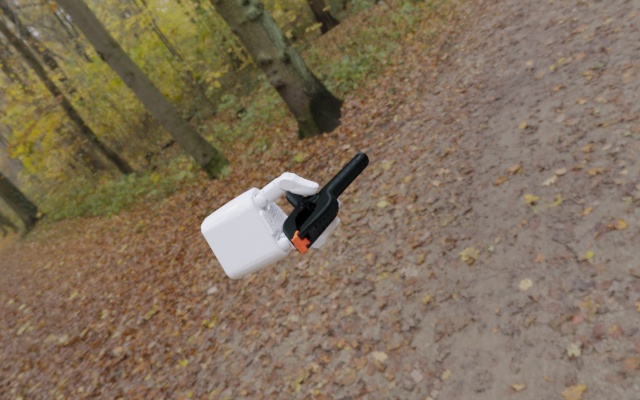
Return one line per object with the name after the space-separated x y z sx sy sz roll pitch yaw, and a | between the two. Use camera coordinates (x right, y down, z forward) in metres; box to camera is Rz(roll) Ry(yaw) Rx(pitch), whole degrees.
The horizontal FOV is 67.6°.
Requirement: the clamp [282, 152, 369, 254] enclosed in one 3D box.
-0.001 0.002 0.727 0.164 0.036 0.210 -30 21 20 | clamp
